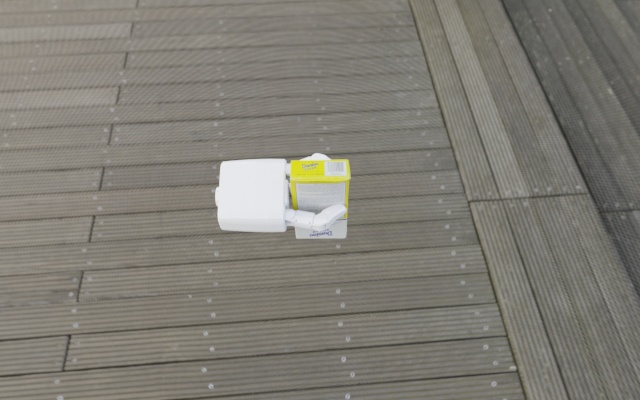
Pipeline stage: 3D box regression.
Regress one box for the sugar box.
[{"bbox_3d":[0.000,0.002,0.802,0.093,0.048,0.176,0,-33,0],"label":"sugar box"}]
